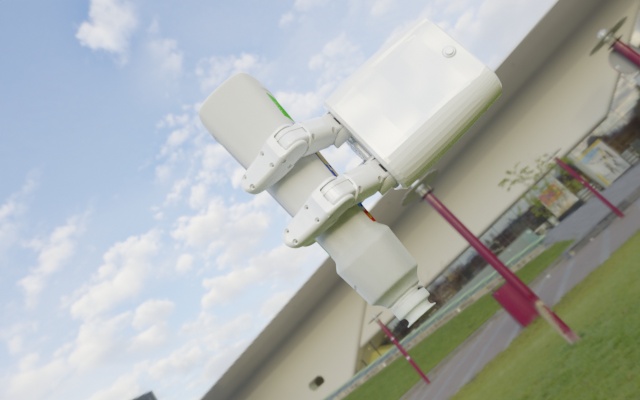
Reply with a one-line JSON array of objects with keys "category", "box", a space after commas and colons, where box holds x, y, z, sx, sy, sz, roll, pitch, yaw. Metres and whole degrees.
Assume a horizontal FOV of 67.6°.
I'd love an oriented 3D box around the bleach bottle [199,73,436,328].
[{"category": "bleach bottle", "box": [0.000, 0.001, 0.411, 0.068, 0.250, 0.102, -43, -19, 2]}]
